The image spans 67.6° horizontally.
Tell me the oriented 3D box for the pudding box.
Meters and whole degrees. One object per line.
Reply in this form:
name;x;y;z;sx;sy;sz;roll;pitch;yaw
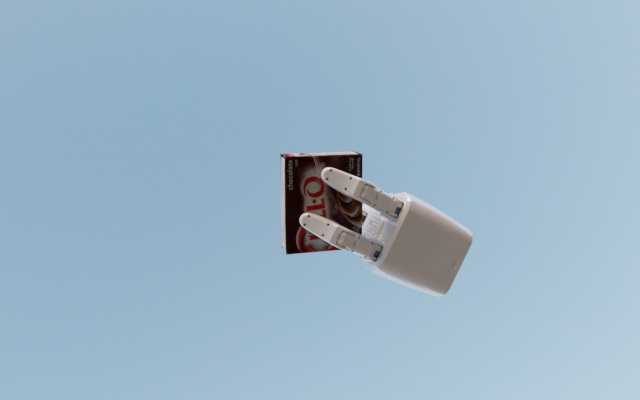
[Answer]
pudding box;0.000;0.002;0.545;0.090;0.113;0.039;-4;9;-16
